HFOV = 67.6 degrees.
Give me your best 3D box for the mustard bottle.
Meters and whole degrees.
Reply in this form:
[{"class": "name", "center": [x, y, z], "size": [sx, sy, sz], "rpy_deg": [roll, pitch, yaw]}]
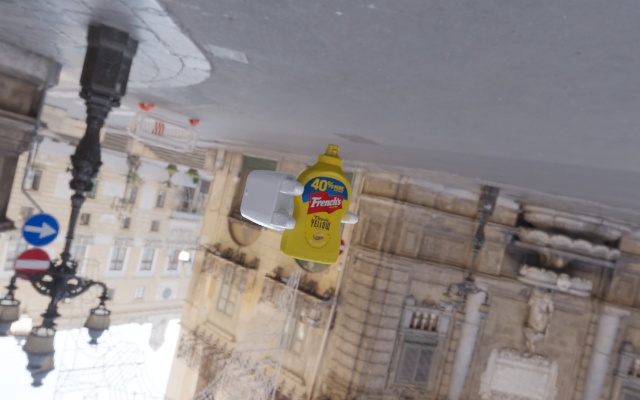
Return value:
[{"class": "mustard bottle", "center": [0.000, 0.003, 0.781], "size": [0.096, 0.191, 0.058], "rpy_deg": [13, 0, -19]}]
